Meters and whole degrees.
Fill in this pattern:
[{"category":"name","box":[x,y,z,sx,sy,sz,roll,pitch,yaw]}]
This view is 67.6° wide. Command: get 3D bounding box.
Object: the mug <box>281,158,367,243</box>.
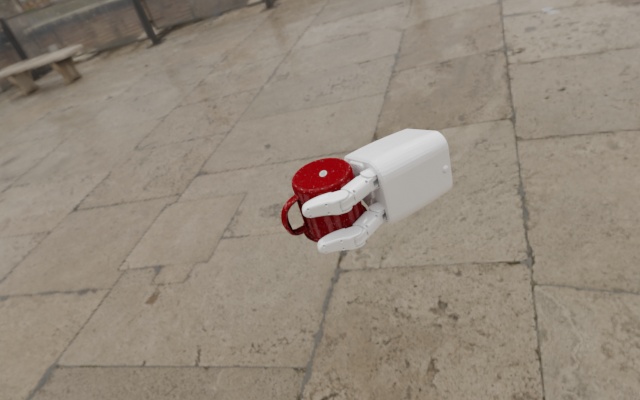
[{"category":"mug","box":[-0.001,0.003,0.630,0.117,0.081,0.093,-28,34,-15]}]
